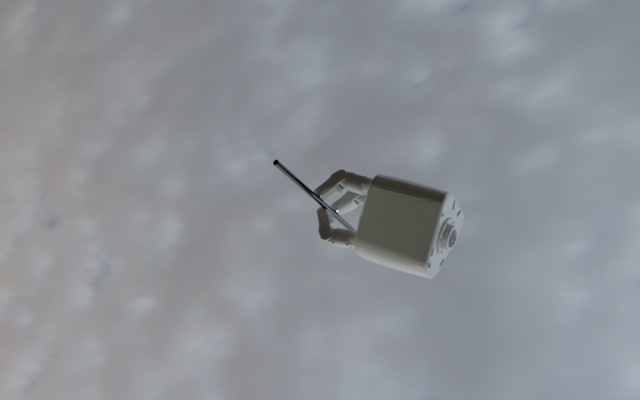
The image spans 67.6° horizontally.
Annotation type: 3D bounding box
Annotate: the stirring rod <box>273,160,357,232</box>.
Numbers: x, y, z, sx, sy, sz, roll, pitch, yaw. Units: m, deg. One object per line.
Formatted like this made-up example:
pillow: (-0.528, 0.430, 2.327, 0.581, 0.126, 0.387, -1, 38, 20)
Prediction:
stirring rod: (0.000, 0.002, 0.684, 0.011, 0.011, 0.240, 0, -24, 30)
